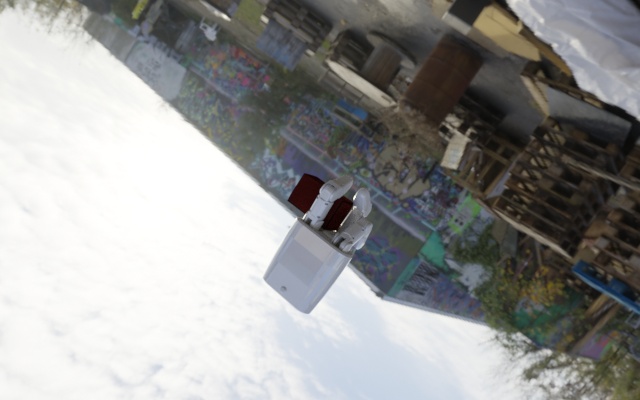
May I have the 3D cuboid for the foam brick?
[{"bbox_3d":[0.000,0.002,0.718,0.078,0.051,0.053,36,9,22],"label":"foam brick"}]
